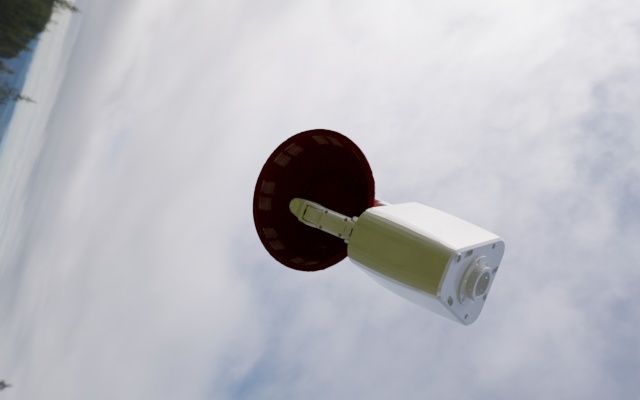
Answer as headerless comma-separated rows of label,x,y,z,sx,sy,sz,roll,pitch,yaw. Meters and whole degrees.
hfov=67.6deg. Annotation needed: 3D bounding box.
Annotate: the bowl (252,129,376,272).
bowl,-0.001,0.001,0.555,0.162,0.162,0.055,0,-8,31
